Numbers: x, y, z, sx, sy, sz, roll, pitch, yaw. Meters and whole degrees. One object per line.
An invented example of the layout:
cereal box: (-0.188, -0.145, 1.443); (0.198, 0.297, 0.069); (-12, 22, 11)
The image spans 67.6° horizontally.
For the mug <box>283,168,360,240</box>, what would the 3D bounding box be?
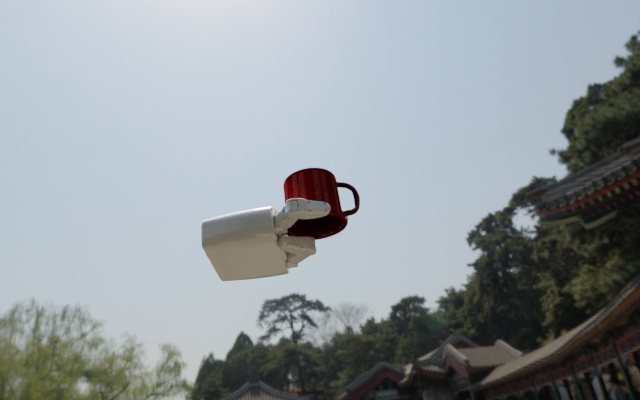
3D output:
mug: (0.002, 0.002, 0.713); (0.117, 0.081, 0.093); (-10, -27, 2)
